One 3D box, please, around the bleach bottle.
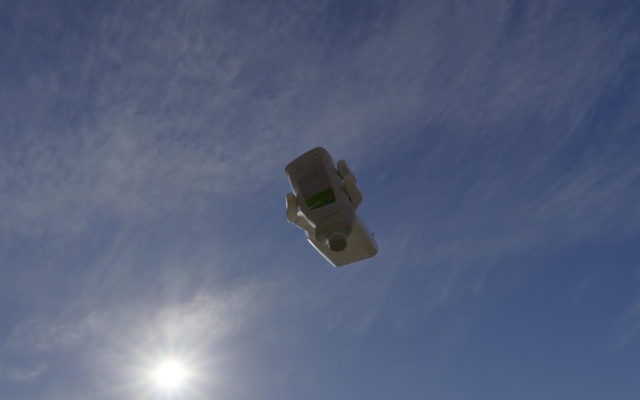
[{"bbox_3d":[0.000,0.003,0.870,0.102,0.068,0.250,-32,37,12],"label":"bleach bottle"}]
